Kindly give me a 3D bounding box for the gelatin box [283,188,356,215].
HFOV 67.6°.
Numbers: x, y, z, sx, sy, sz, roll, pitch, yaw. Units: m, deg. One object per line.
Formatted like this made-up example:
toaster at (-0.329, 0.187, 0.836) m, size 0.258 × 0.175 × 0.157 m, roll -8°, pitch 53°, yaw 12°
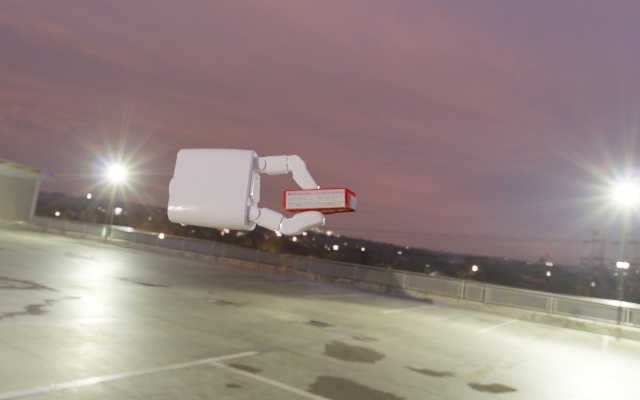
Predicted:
gelatin box at (0.000, 0.002, 0.660) m, size 0.089 × 0.030 × 0.073 m, roll -3°, pitch -6°, yaw 13°
